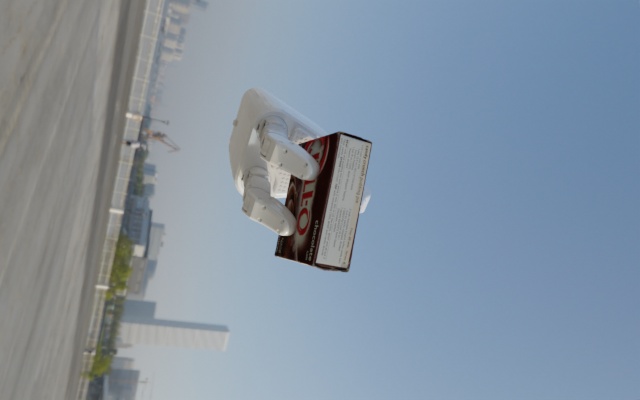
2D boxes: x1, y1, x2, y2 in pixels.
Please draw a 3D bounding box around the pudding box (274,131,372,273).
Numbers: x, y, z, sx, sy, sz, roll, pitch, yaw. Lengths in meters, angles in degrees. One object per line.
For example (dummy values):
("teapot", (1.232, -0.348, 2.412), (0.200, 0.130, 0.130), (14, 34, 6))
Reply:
("pudding box", (0.000, 0.001, 0.421), (0.039, 0.113, 0.090), (11, -5, -23))
